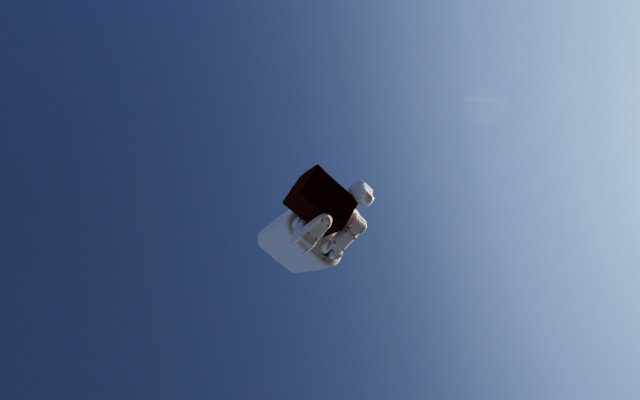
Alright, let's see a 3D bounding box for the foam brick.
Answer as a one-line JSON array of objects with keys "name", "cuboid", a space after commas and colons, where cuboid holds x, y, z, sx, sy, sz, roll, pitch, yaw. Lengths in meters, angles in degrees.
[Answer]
[{"name": "foam brick", "cuboid": [0.000, 0.002, 0.629, 0.078, 0.053, 0.051, 42, -31, -16]}]
